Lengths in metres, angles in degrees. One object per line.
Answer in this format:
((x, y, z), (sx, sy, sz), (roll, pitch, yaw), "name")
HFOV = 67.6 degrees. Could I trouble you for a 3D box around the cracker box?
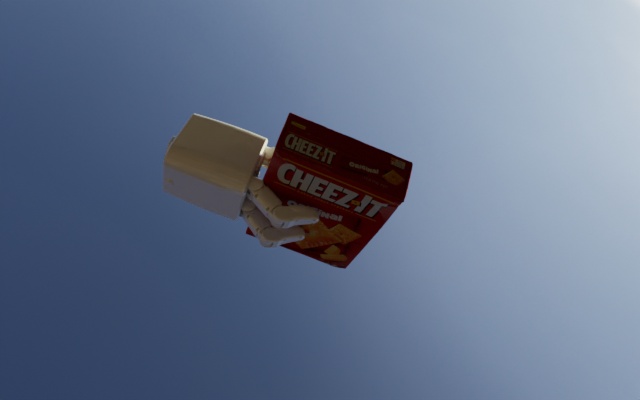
((0.000, 0.002, 0.641), (0.164, 0.072, 0.214), (21, -34, -6), "cracker box")
